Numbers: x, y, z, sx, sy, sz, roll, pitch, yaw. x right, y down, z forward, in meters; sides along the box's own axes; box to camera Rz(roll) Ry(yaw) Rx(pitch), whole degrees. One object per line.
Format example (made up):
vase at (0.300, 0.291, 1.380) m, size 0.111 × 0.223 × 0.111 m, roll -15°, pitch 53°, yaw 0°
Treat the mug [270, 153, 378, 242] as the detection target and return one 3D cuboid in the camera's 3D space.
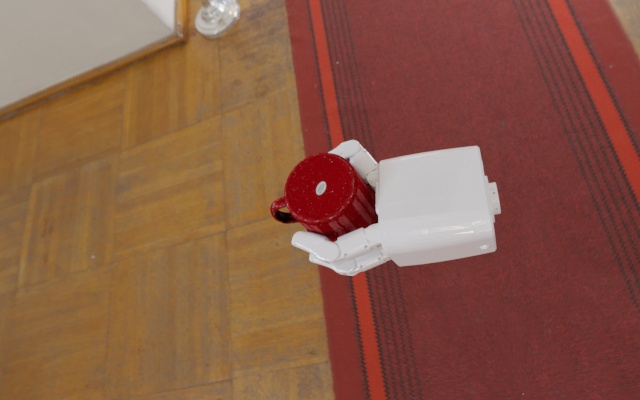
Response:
mug at (-0.001, 0.002, 0.527) m, size 0.117 × 0.093 × 0.081 m, roll -11°, pitch -24°, yaw 17°
